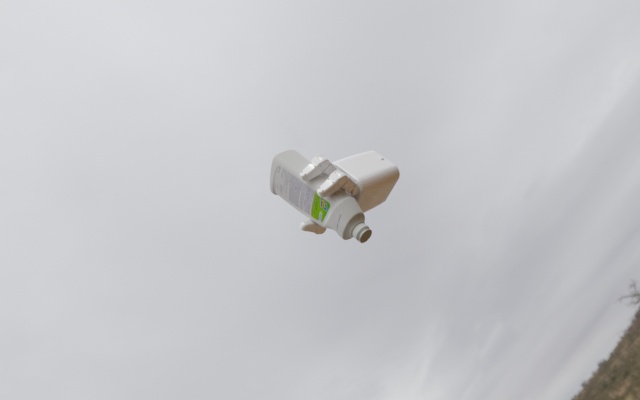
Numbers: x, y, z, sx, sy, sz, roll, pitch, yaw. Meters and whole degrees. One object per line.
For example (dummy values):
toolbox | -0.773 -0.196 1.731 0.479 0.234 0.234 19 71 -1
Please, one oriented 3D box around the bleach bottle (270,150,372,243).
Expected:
bleach bottle | 0.000 0.003 0.895 0.068 0.103 0.250 -21 45 -33
